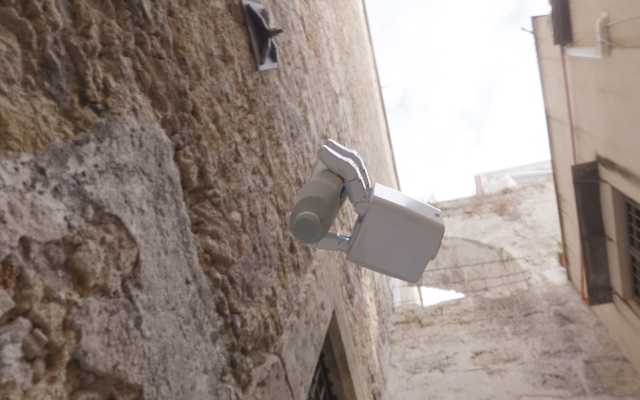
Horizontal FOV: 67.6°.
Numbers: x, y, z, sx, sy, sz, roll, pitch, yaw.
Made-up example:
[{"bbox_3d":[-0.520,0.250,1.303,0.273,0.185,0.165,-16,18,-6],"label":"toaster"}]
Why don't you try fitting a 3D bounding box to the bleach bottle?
[{"bbox_3d":[0.000,0.002,0.653,0.068,0.102,0.250,20,20,3],"label":"bleach bottle"}]
